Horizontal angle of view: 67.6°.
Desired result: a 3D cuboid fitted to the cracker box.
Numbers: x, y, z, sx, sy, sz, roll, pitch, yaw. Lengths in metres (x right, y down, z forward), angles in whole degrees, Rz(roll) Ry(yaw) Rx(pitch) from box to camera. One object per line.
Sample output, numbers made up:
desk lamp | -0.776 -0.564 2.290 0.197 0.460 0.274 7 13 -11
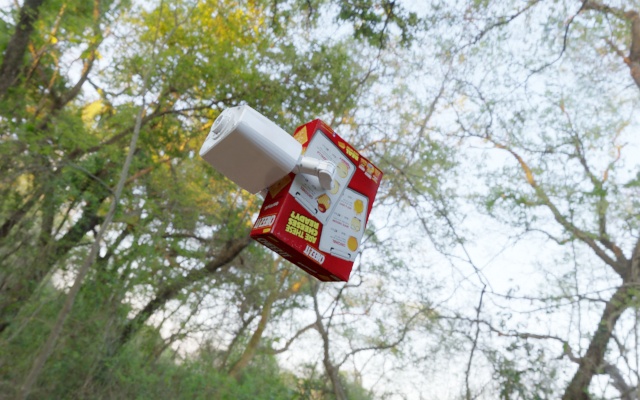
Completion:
cracker box | 0.000 0.002 0.775 0.164 0.213 0.072 36 -29 -29
